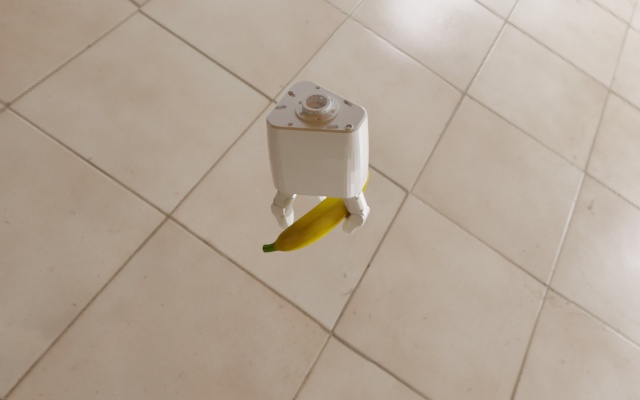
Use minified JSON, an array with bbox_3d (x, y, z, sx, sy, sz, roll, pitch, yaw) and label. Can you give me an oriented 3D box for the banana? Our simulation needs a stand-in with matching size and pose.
[{"bbox_3d":[0.009,0.009,0.648,0.197,0.037,0.069,-38,35,-21],"label":"banana"}]
